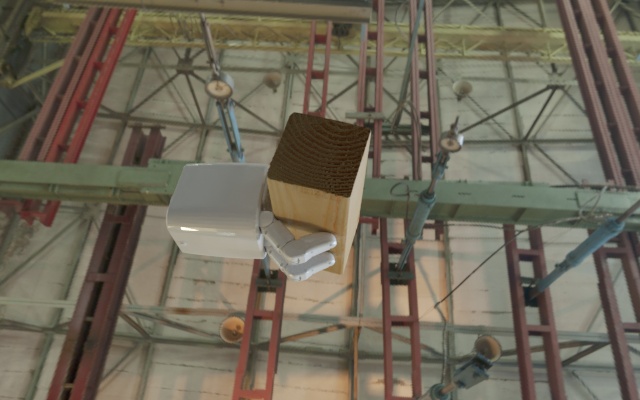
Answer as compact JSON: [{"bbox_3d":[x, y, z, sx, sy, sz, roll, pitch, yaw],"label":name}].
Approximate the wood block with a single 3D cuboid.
[{"bbox_3d":[0.000,0.002,0.574,0.090,0.090,0.206,14,-28,8],"label":"wood block"}]
